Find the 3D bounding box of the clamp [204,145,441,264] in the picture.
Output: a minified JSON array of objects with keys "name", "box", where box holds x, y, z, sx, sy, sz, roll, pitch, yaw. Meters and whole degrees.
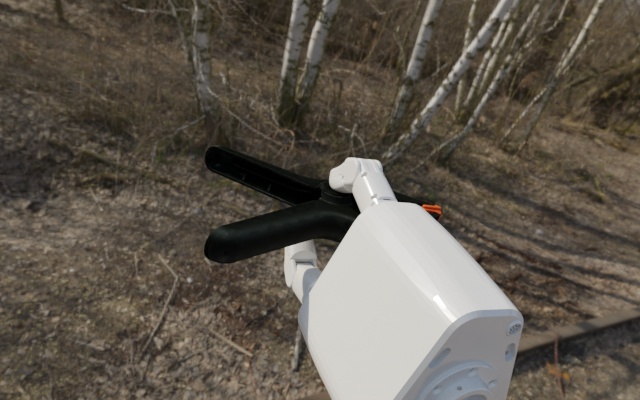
[{"name":"clamp","box":[0.001,0.001,0.401,0.210,0.036,0.164,4,27,-23]}]
